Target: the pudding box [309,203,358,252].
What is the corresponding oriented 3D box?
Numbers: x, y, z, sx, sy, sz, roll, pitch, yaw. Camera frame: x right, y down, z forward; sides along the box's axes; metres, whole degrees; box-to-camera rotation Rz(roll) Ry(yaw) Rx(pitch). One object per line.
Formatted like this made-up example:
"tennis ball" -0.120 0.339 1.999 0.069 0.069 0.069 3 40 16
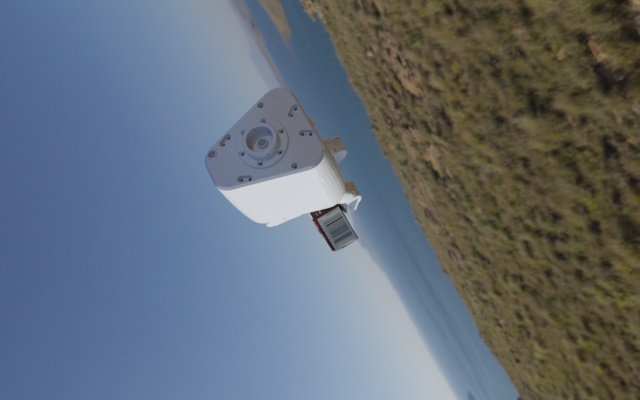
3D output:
"pudding box" 0.000 0.002 0.604 0.039 0.113 0.090 -29 8 1
